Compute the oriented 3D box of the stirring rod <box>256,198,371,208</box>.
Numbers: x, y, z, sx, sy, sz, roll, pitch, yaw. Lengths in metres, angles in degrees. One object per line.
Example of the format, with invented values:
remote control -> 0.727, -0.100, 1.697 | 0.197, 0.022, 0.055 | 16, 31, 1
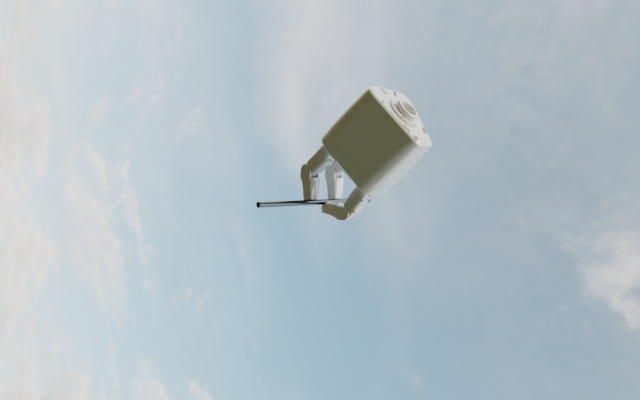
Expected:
stirring rod -> 0.000, 0.002, 0.714 | 0.011, 0.011, 0.239 | 0, 2, 43
